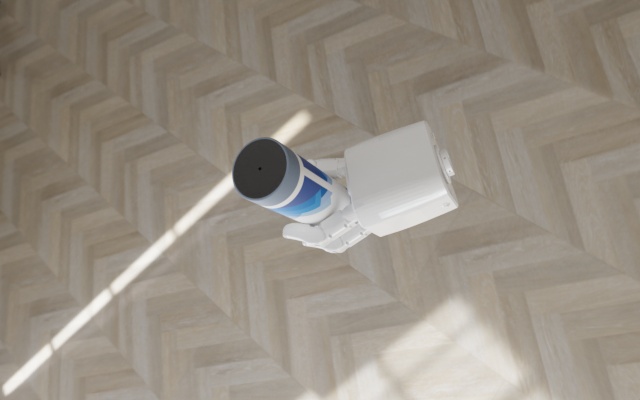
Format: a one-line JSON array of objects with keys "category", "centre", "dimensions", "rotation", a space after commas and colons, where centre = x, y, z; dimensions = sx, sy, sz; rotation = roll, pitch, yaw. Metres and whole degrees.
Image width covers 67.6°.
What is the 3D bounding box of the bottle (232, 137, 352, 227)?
[{"category": "bottle", "centre": [0.000, 0.002, 0.602], "dimensions": [0.069, 0.069, 0.296], "rotation": [0, -13, 25]}]
